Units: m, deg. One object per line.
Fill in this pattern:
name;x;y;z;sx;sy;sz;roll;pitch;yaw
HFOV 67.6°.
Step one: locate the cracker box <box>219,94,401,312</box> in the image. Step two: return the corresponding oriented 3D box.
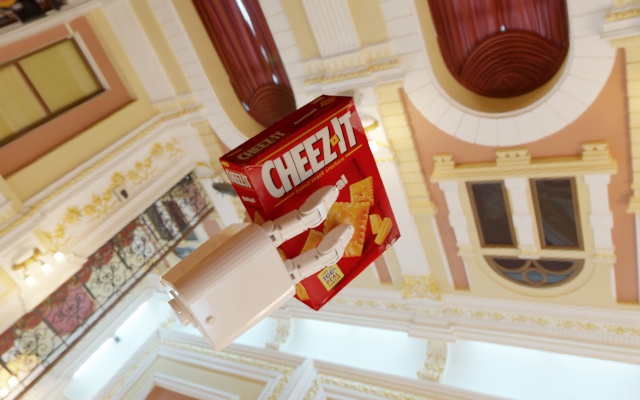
cracker box;0.000;0.002;0.591;0.164;0.214;0.072;-37;30;-24
